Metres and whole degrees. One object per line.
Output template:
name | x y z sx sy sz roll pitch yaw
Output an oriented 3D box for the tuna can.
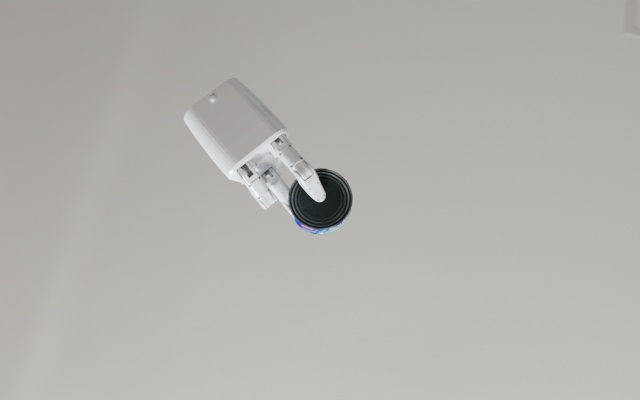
tuna can | 0.000 0.002 0.646 0.086 0.086 0.034 0 -19 1
